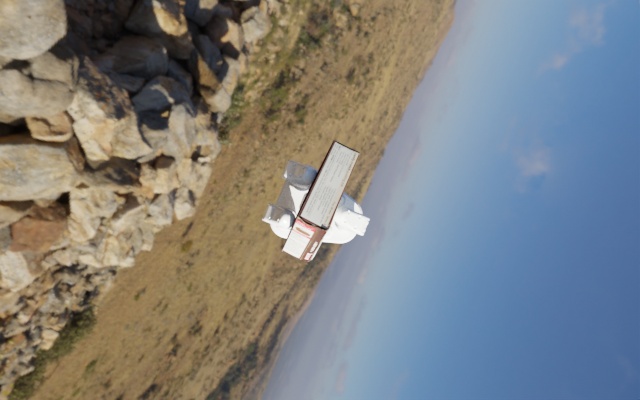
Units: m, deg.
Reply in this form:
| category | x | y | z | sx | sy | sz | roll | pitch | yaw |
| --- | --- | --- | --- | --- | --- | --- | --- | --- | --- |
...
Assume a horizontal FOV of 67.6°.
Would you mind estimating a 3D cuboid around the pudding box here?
| category | x | y | z | sx | sy | sz | roll | pitch | yaw |
| --- | --- | --- | --- | --- | --- | --- | --- | --- | --- |
| pudding box | 0.000 | 0.002 | 0.539 | 0.039 | 0.113 | 0.090 | 23 | -32 | -2 |
